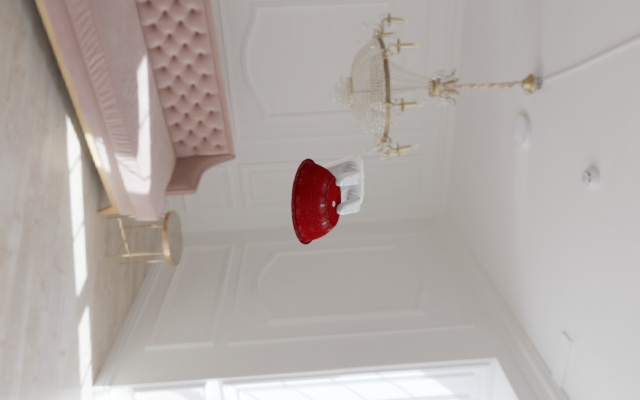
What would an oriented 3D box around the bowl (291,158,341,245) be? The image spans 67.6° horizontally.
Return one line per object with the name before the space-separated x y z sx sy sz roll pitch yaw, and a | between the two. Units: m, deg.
bowl | 0.000 0.004 0.884 0.055 0.162 0.162 2 1 19
